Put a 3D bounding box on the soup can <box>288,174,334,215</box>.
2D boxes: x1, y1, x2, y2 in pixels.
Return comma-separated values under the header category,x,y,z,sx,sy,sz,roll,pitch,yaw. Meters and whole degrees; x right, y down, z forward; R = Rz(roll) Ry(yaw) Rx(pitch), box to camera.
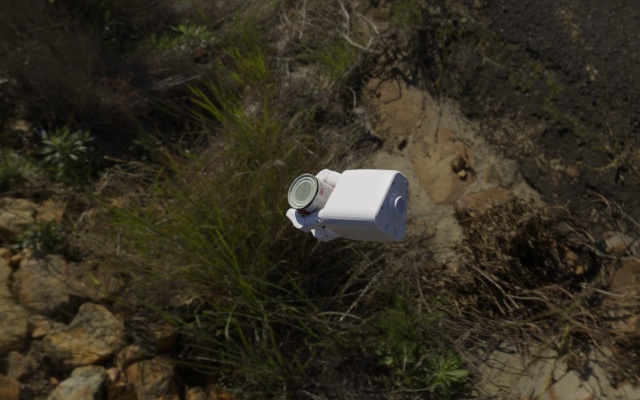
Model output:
category,x,y,z,sx,sy,sz,roll,pitch,yaw
soup can,0.000,0.003,0.842,0.068,0.068,0.102,0,-21,41
